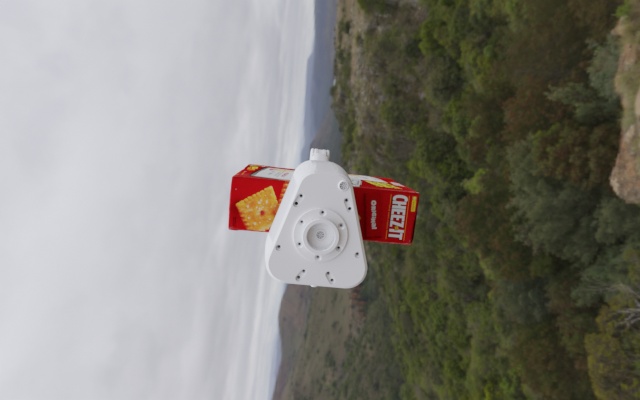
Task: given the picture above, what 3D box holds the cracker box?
[{"bbox_3d":[0.000,0.002,0.616,0.214,0.072,0.164,6,8,-3],"label":"cracker box"}]
